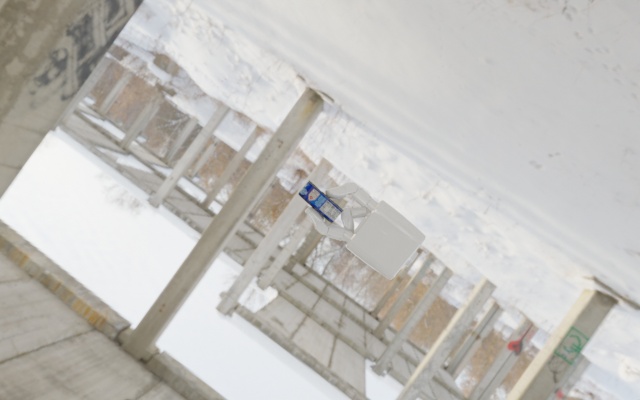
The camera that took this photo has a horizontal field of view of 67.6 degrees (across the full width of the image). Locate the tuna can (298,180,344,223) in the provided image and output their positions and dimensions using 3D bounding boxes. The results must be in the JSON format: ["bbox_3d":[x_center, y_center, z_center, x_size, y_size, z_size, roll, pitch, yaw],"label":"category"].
[{"bbox_3d":[0.000,0.003,0.883,0.086,0.034,0.086,41,0,0],"label":"tuna can"}]
